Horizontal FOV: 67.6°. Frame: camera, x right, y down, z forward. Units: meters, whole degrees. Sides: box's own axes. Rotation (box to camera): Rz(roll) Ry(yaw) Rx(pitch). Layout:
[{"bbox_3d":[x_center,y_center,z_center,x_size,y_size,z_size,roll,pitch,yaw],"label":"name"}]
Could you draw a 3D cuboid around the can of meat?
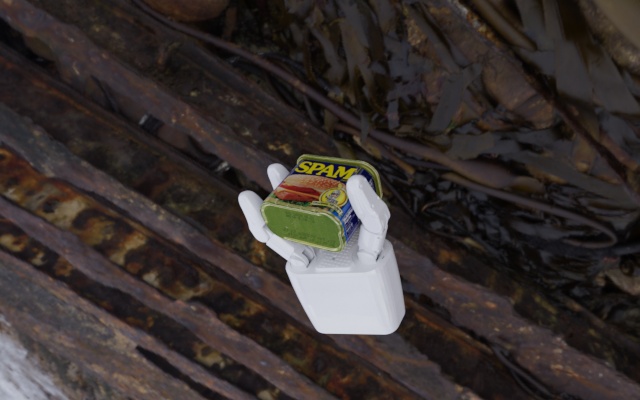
[{"bbox_3d":[0.000,0.002,0.498,0.102,0.057,0.084,11,44,31],"label":"can of meat"}]
